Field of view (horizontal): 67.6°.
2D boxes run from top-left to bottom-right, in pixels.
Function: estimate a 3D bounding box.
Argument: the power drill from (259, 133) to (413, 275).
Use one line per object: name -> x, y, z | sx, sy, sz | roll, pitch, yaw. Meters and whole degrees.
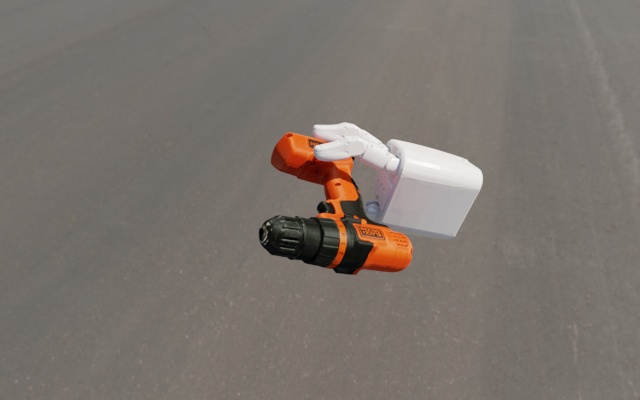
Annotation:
power drill -> 0.000, 0.001, 0.549 | 0.184, 0.057, 0.187 | 13, 38, -33
